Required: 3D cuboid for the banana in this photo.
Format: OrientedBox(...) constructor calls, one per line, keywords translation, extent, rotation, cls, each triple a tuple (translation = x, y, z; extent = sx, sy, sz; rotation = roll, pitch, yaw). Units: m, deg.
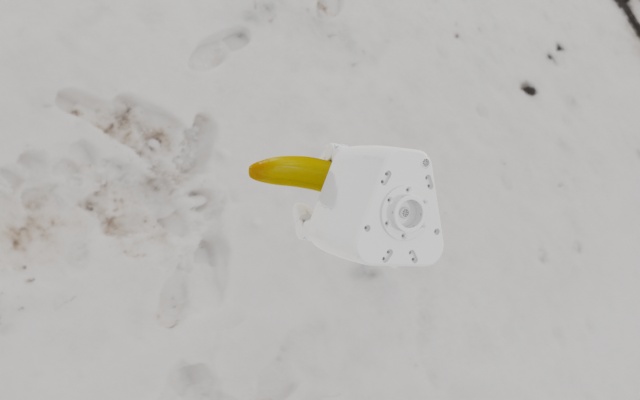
OrientedBox(translation=(0.013, -0.011, 0.563), extent=(0.198, 0.069, 0.037), rotation=(29, 16, -26), cls="banana")
